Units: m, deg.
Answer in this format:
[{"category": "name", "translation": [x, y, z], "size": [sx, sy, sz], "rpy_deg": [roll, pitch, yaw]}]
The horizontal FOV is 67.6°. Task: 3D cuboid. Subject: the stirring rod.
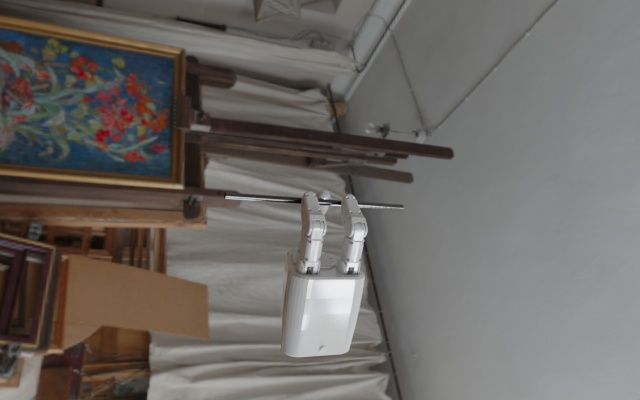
[{"category": "stirring rod", "translation": [0.000, 0.002, 0.599], "size": [0.239, 0.011, 0.011], "rpy_deg": [4, -2, -23]}]
